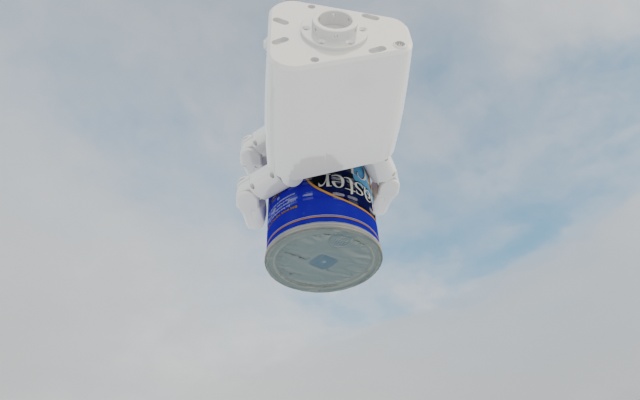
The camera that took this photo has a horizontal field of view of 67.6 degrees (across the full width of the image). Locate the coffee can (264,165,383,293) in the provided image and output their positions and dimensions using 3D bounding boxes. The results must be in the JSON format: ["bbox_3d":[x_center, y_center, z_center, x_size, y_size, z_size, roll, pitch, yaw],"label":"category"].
[{"bbox_3d":[0.000,0.002,0.458,0.103,0.140,0.103,-2,-40,-2],"label":"coffee can"}]
